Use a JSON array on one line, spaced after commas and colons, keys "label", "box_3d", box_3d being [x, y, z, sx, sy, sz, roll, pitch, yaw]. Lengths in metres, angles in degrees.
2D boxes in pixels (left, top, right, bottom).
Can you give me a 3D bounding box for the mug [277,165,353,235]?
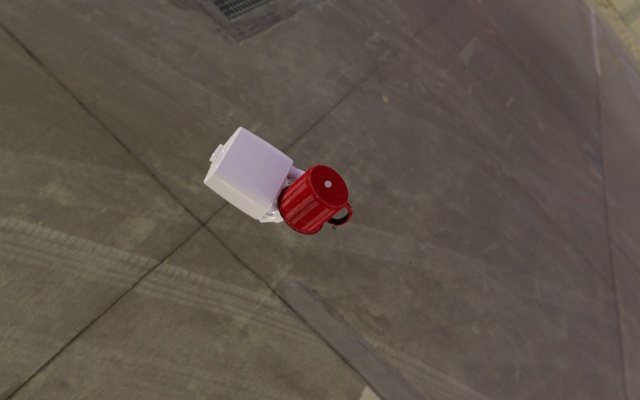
[{"label": "mug", "box_3d": [0.001, 0.003, 0.768, 0.117, 0.093, 0.081, 34, -47, -18]}]
